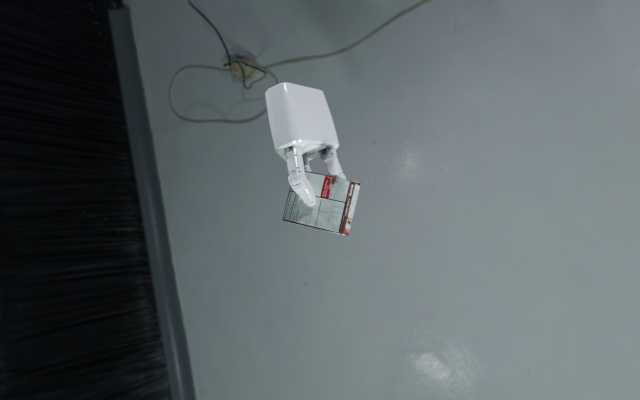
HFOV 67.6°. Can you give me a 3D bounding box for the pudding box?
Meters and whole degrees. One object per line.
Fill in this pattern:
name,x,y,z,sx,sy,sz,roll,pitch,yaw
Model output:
pudding box,0.000,0.002,0.779,0.113,0.090,0.039,12,-1,29
